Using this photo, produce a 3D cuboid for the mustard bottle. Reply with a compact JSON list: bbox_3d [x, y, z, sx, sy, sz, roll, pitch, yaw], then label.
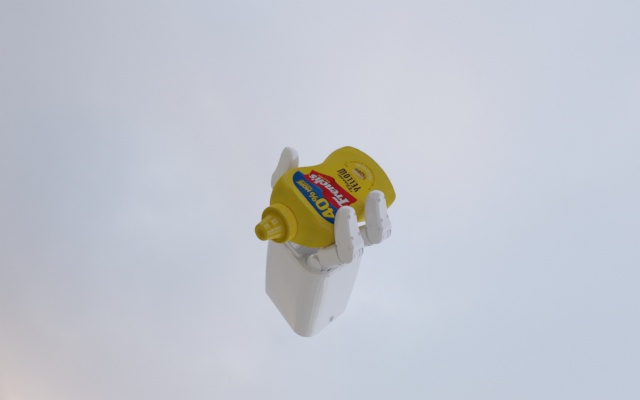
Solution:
[{"bbox_3d":[0.000,0.001,0.540,0.191,0.096,0.058,-27,-17,-45],"label":"mustard bottle"}]
